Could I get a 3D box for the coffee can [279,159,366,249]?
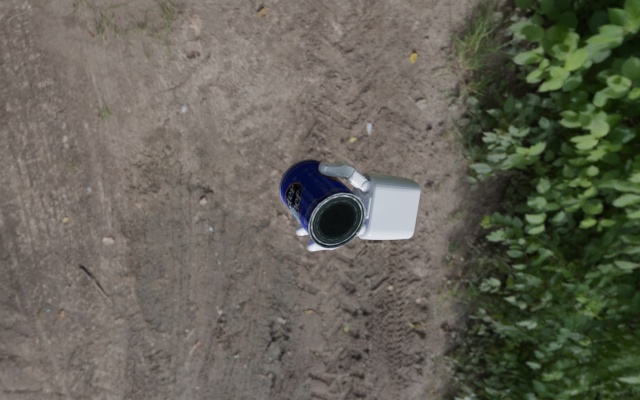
[{"bbox_3d":[0.000,0.003,0.816,0.103,0.103,0.140,0,26,-26],"label":"coffee can"}]
